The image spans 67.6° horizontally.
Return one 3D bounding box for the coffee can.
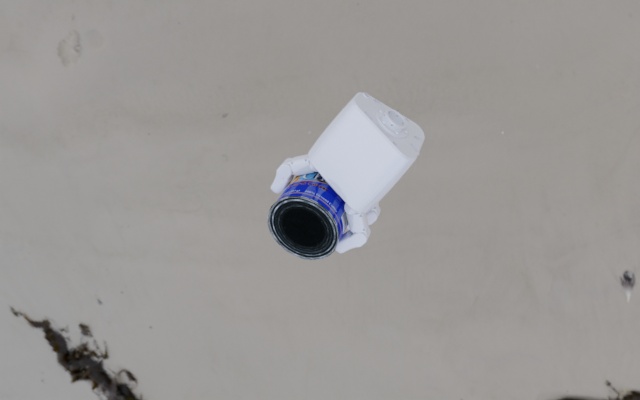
[{"bbox_3d":[0.000,0.002,0.685,0.103,0.103,0.140,0,32,24],"label":"coffee can"}]
